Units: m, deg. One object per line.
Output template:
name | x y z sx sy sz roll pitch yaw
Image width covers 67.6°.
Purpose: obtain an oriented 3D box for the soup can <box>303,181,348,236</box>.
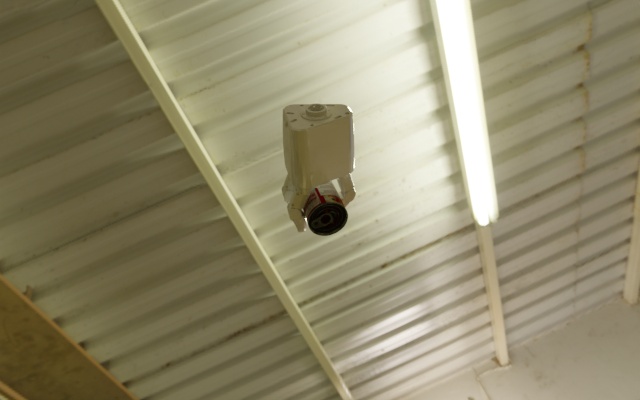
soup can | 0.000 0.003 0.817 0.068 0.068 0.102 0 35 -18
